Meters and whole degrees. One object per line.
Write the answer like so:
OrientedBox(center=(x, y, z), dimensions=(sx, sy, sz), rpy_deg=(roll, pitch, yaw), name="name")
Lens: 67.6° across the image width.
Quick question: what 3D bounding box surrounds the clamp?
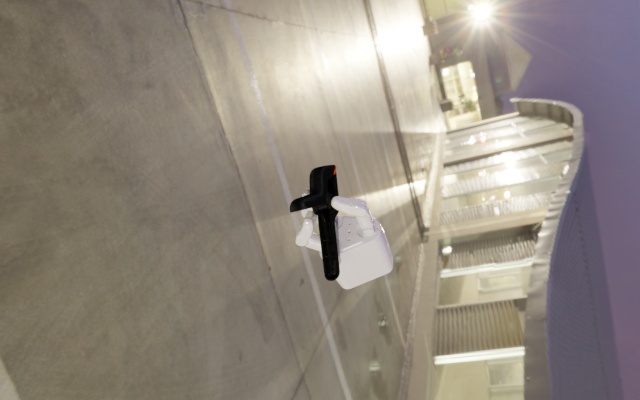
OrientedBox(center=(0.001, 0.002, 0.783), dimensions=(0.036, 0.209, 0.165), rpy_deg=(-11, -46, 18), name="clamp")
